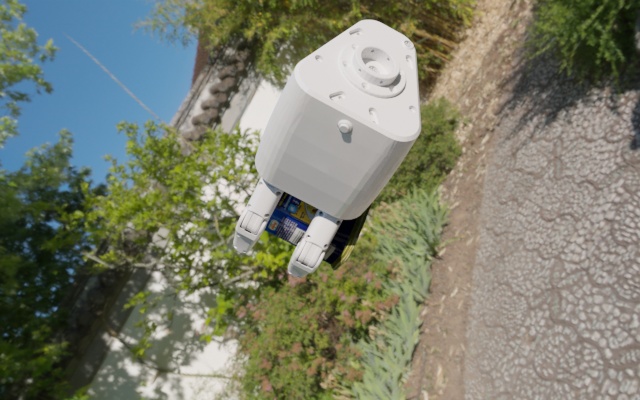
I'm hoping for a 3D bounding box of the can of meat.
[{"bbox_3d":[0.000,0.001,0.455,0.084,0.102,0.057,28,-32,-4],"label":"can of meat"}]
